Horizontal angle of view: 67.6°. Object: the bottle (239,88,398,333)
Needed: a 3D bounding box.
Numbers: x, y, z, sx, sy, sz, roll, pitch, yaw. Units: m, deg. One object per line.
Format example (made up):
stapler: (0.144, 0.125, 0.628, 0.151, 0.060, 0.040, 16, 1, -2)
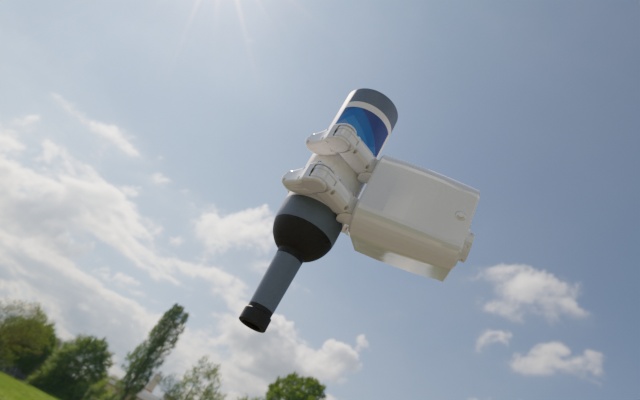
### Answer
bottle: (0.000, 0.001, 0.503, 0.069, 0.295, 0.069, 21, -31, 14)
